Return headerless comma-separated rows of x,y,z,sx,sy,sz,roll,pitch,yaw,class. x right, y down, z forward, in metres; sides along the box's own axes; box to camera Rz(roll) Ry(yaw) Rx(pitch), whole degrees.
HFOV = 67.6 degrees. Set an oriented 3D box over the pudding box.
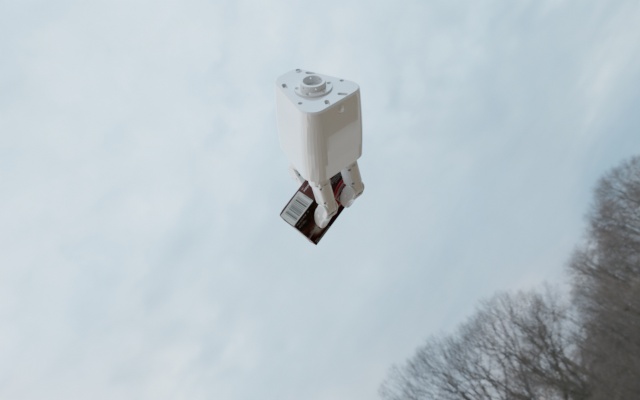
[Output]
0.000,0.002,0.718,0.039,0.113,0.090,36,-5,32,pudding box
